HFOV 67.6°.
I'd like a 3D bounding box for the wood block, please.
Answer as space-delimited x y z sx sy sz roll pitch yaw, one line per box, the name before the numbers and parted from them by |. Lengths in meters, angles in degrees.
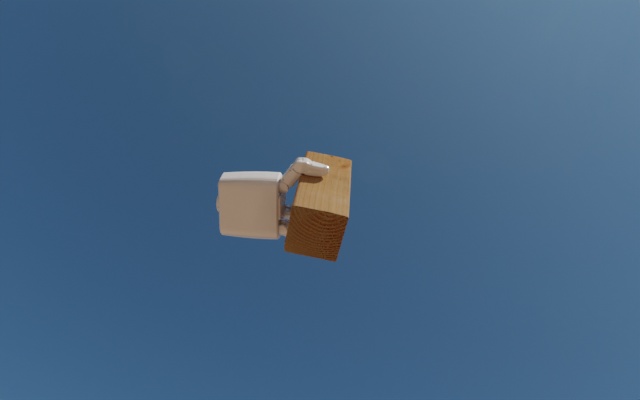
wood block | 0.000 0.002 0.832 0.090 0.091 0.206 12 30 -2
